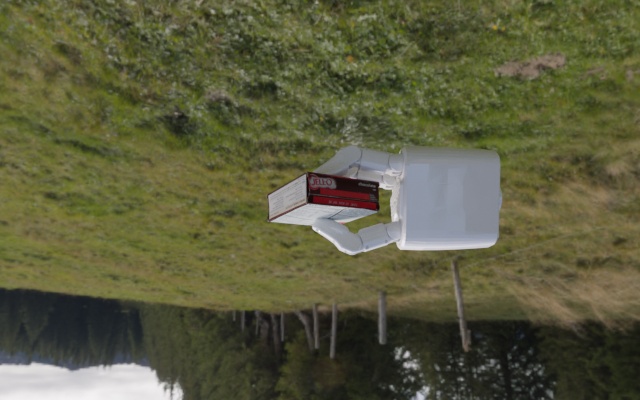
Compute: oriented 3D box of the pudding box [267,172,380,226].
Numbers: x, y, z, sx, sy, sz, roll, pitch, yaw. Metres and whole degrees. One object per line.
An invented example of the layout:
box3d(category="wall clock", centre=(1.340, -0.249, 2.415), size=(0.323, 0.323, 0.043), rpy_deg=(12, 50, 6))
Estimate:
box3d(category="pudding box", centre=(0.000, 0.002, 0.543), size=(0.090, 0.039, 0.113), rpy_deg=(8, -17, -27))
